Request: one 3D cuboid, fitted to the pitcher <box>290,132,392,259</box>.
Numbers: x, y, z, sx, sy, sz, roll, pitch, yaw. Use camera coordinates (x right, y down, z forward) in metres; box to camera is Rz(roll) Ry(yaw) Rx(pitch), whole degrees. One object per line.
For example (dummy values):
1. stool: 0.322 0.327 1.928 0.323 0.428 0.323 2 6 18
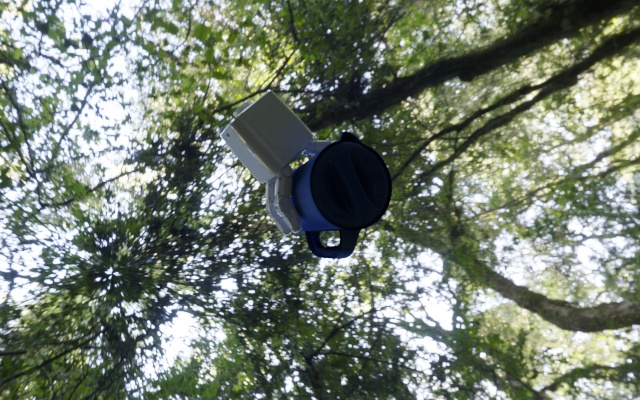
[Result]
1. pitcher: 0.000 0.002 0.787 0.149 0.145 0.243 -47 11 -22
